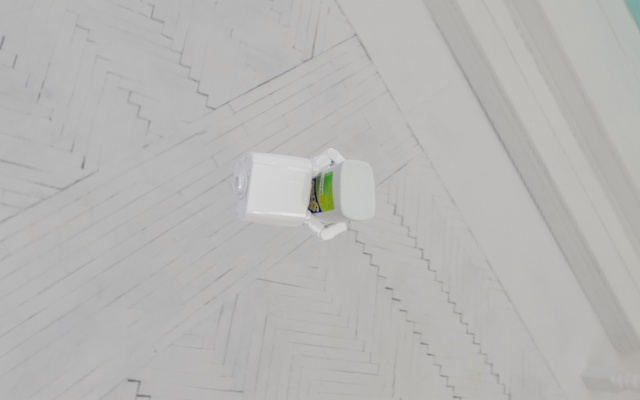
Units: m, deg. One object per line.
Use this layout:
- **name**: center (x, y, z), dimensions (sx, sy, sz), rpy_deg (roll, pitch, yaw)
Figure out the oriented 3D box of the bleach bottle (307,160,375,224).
- **bleach bottle**: center (0.000, 0.003, 0.855), dimensions (0.068, 0.102, 0.251), rpy_deg (5, -13, -28)
